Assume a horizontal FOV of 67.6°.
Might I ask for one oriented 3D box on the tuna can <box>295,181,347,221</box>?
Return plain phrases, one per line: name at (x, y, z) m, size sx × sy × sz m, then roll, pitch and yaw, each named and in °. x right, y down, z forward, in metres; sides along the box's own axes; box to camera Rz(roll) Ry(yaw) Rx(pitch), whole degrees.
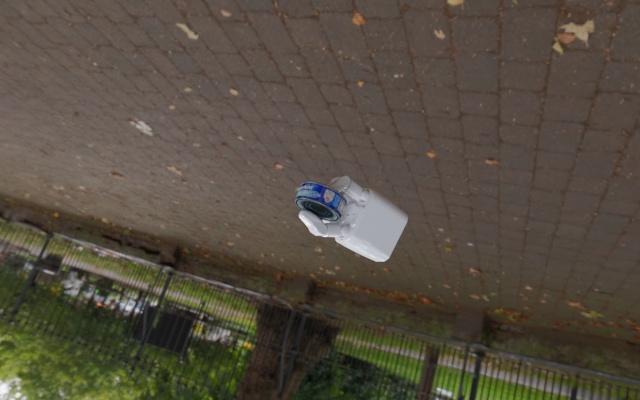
tuna can at (0.000, 0.003, 0.824) m, size 0.086 × 0.033 × 0.086 m, roll 20°, pitch -20°, yaw 8°
